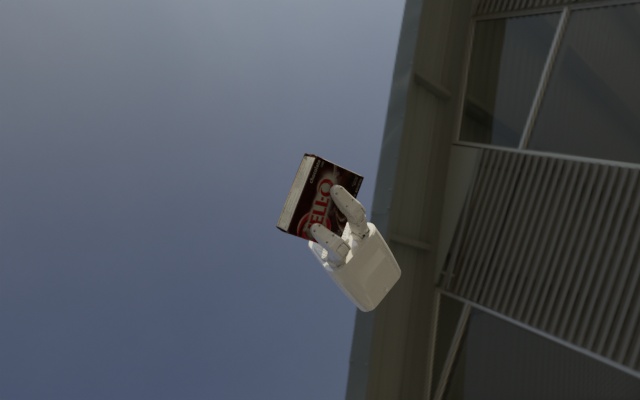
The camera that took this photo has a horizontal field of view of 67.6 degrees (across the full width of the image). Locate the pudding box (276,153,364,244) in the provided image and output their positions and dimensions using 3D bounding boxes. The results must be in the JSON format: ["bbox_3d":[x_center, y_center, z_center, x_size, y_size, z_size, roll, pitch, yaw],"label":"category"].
[{"bbox_3d":[0.000,0.002,0.664,0.090,0.113,0.039,21,-2,-37],"label":"pudding box"}]
